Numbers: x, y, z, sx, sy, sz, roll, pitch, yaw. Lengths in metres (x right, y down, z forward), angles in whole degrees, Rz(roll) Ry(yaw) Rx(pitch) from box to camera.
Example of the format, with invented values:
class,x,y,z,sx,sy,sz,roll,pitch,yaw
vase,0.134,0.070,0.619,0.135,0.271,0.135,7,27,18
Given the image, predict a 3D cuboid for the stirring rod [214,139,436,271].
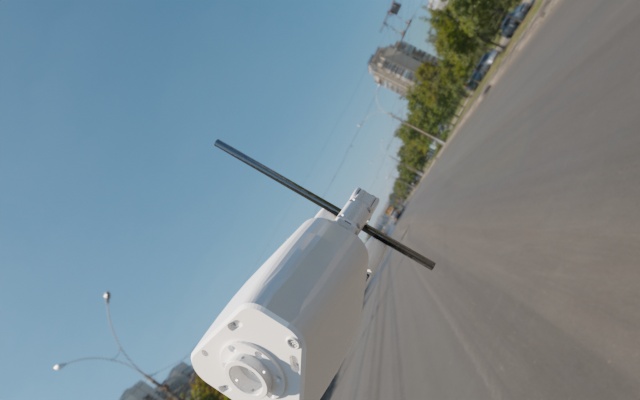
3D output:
class,x,y,z,sx,sy,sz,roll,pitch,yaw
stirring rod,0.000,0.002,0.454,0.239,0.011,0.011,30,5,9
